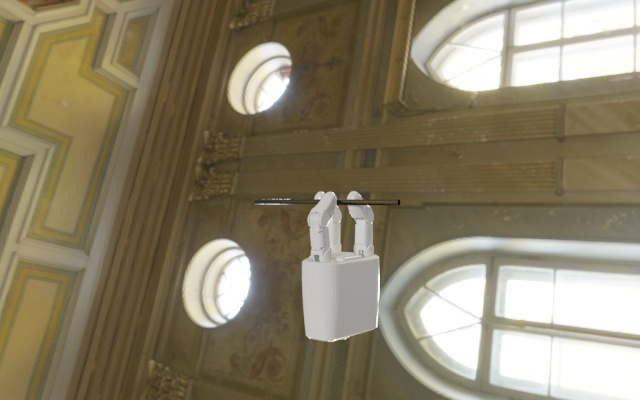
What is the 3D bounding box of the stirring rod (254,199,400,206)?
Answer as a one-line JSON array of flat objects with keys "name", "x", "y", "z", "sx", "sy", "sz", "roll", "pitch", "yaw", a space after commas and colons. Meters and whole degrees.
[{"name": "stirring rod", "x": 0.000, "y": 0.002, "z": 0.680, "sx": 0.239, "sy": 0.011, "sz": 0.011, "roll": 0, "pitch": 0, "yaw": 33}]
